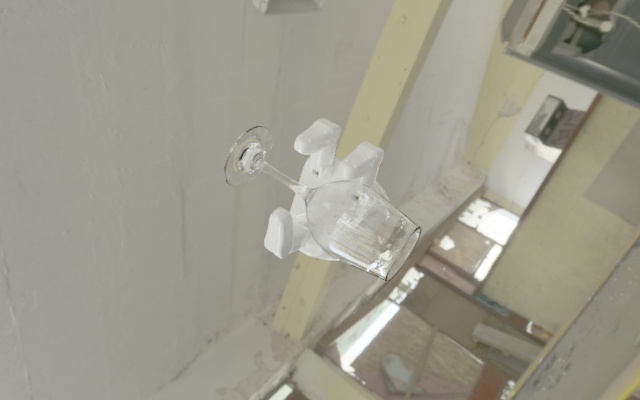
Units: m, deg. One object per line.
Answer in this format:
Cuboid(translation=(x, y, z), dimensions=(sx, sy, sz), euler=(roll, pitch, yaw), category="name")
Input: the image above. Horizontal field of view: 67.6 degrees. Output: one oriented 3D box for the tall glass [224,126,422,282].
Cuboid(translation=(-0.001, 0.001, 0.484), dimensions=(0.201, 0.079, 0.079), euler=(32, 13, 21), category="tall glass")
